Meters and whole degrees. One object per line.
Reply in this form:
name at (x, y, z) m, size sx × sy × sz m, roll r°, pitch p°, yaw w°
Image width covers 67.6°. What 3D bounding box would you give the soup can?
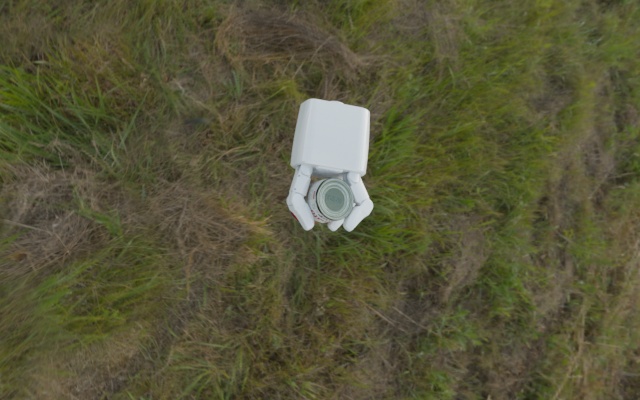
soup can at (0.000, 0.003, 0.767) m, size 0.068 × 0.068 × 0.102 m, roll 0°, pitch -5°, yaw -28°
